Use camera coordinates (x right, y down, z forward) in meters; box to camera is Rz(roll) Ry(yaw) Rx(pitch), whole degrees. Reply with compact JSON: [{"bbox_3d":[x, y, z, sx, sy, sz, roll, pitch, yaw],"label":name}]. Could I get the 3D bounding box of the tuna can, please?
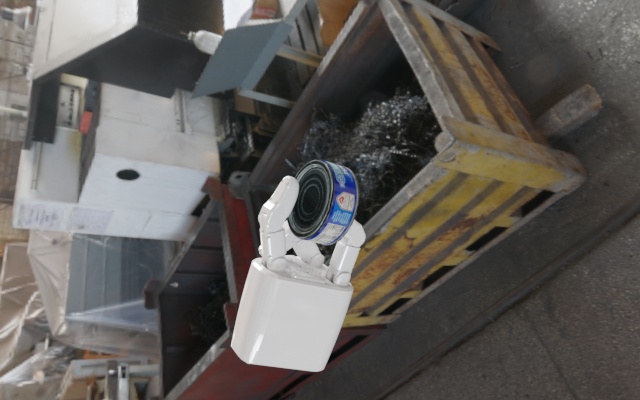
[{"bbox_3d":[0.000,0.001,0.496,0.034,0.086,0.086,15,-9,-34],"label":"tuna can"}]
